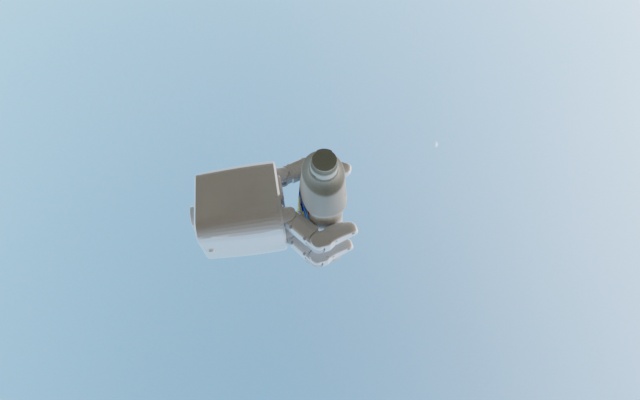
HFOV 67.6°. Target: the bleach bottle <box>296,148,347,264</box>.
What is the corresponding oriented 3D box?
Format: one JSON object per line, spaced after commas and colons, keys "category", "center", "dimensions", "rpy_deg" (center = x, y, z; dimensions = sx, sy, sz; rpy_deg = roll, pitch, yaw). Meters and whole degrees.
{"category": "bleach bottle", "center": [0.000, 0.002, 0.631], "dimensions": [0.068, 0.102, 0.251], "rpy_deg": [-9, -25, -5]}
